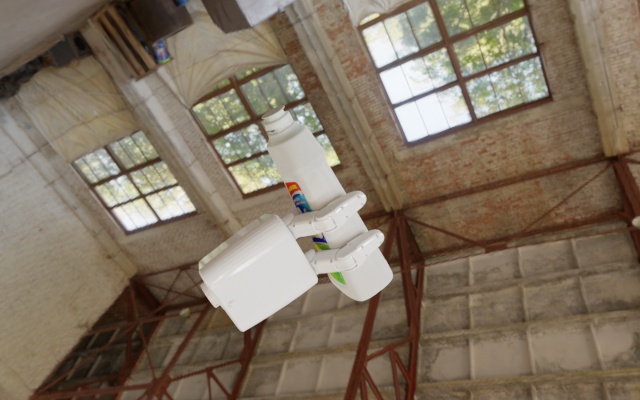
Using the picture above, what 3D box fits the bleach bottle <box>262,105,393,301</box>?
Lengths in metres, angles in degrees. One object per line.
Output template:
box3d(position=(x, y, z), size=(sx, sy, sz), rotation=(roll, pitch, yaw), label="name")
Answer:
box3d(position=(0.000, 0.002, 0.577), size=(0.068, 0.251, 0.102), rotation=(-34, 24, -13), label="bleach bottle")
